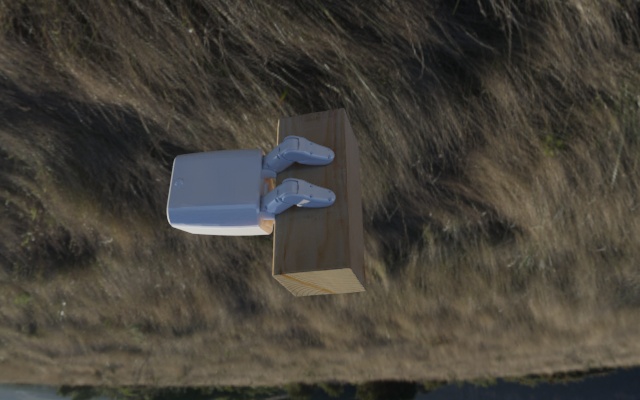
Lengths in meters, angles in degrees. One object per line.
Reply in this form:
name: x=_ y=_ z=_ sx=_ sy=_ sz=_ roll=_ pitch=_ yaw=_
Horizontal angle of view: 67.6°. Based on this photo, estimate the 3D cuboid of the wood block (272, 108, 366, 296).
wood block: x=0.000 y=0.002 z=0.584 sx=0.090 sy=0.206 sz=0.091 roll=-7 pitch=-27 yaw=13
